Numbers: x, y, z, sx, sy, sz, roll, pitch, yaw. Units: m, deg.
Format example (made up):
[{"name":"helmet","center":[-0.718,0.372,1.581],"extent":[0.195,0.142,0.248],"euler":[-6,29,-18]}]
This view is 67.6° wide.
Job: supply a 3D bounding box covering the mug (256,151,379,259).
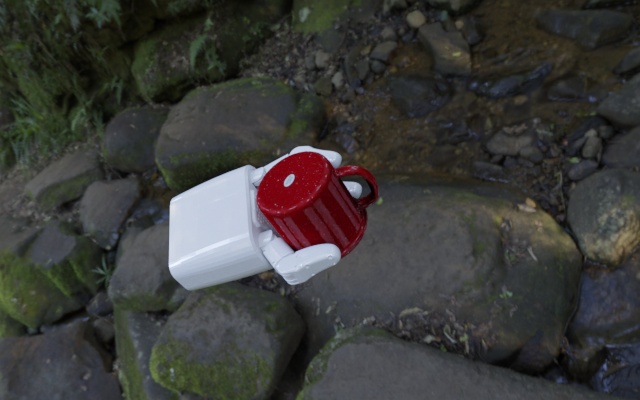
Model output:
[{"name":"mug","center":[0.001,0.001,0.473],"extent":[0.117,0.093,0.081],"euler":[-21,-47,15]}]
